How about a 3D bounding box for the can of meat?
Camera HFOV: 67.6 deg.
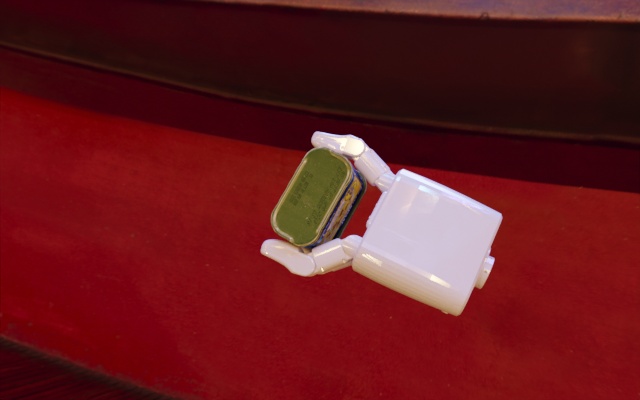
[{"bbox_3d":[0.000,0.001,0.488,0.057,0.102,0.084,29,-1,15],"label":"can of meat"}]
